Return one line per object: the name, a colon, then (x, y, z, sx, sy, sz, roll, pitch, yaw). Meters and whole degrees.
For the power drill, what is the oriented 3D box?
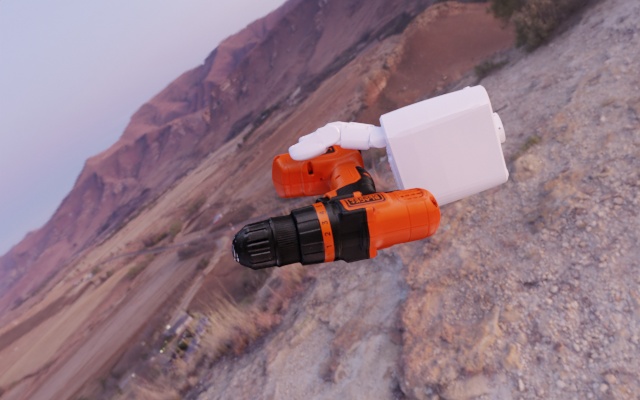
power drill: (0.000, 0.001, 0.478, 0.184, 0.057, 0.187, -9, 25, -10)
